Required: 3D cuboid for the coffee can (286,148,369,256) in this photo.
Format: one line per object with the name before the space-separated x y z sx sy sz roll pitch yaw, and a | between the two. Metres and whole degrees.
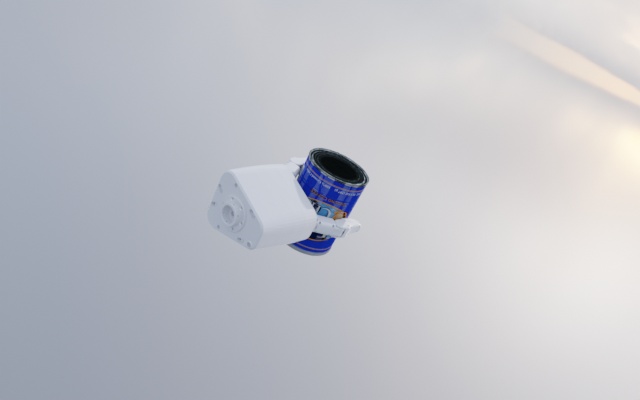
coffee can | 0.000 0.003 0.759 0.103 0.140 0.102 22 27 -12
